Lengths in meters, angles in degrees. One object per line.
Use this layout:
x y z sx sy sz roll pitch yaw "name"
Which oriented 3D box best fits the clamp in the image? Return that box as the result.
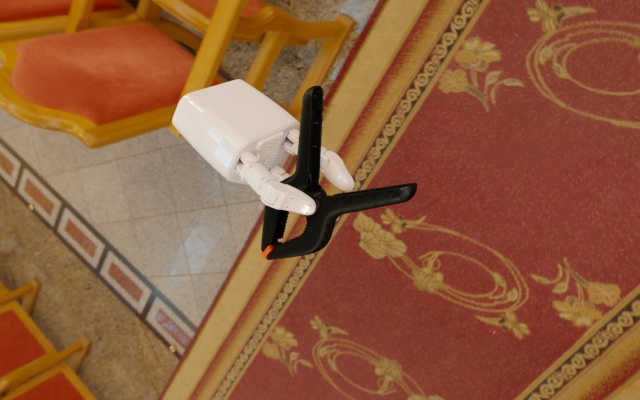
-0.001 0.002 0.541 0.164 0.210 0.036 42 28 20 "clamp"
